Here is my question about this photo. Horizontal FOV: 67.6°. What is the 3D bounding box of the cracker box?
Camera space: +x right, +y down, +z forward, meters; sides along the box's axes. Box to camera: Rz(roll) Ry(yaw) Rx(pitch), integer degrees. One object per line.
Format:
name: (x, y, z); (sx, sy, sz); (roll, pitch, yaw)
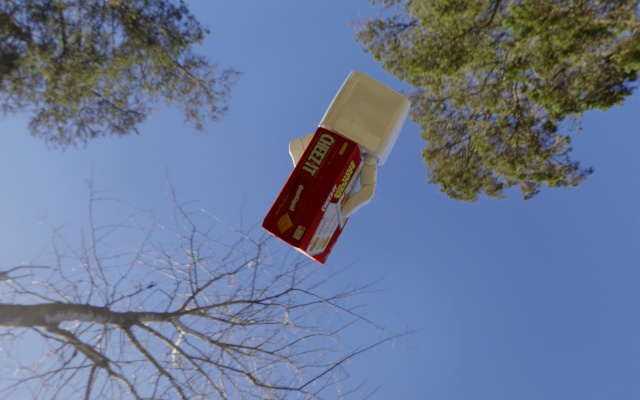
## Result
cracker box: (0.000, 0.003, 0.738); (0.072, 0.164, 0.214); (27, -8, 14)
